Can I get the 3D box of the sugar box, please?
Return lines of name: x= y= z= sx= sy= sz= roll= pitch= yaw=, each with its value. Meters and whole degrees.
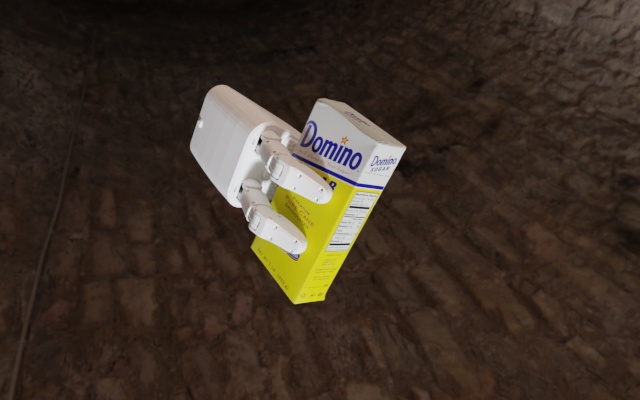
sugar box: x=0.000 y=0.001 z=0.456 sx=0.048 sy=0.176 sz=0.093 roll=1 pitch=32 yaw=-43
